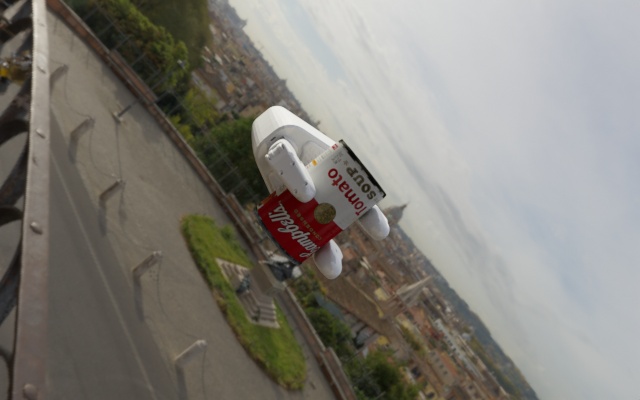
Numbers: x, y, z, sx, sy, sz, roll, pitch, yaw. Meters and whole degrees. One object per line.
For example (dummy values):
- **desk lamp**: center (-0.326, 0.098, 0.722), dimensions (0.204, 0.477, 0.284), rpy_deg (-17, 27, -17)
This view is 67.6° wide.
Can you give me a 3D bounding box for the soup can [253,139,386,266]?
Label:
- **soup can**: center (0.000, 0.001, 0.432), dimensions (0.102, 0.068, 0.068), rpy_deg (-38, -4, 5)
